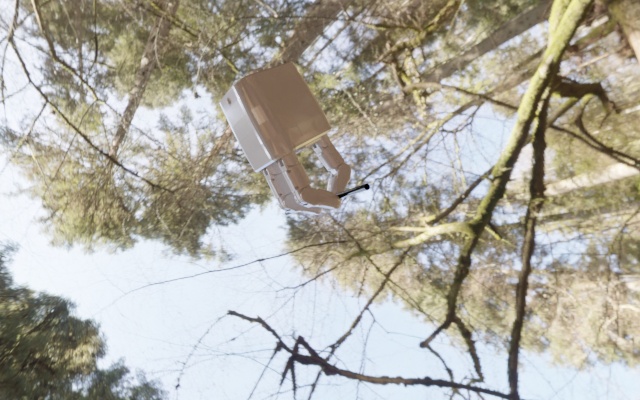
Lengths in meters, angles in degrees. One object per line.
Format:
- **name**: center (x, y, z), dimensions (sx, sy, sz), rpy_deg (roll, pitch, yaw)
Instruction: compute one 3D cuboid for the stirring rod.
- **stirring rod**: center (0.000, 0.002, 0.660), dimensions (0.011, 0.011, 0.239), rpy_deg (0, -9, -27)
